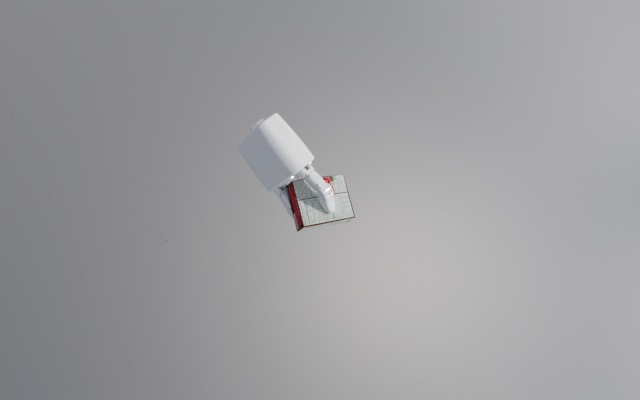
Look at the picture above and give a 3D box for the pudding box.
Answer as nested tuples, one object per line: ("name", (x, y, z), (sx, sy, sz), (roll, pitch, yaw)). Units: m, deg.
("pudding box", (0.000, 0.003, 0.886), (0.113, 0.090, 0.039), (-10, -10, -25))
